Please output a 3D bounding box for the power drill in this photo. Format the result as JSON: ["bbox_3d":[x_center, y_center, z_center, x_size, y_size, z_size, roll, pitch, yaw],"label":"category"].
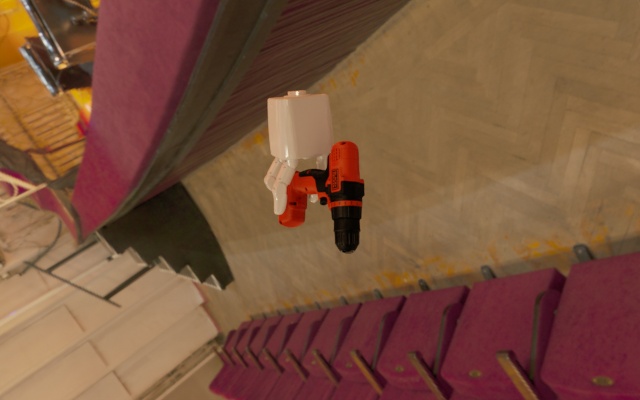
[{"bbox_3d":[0.000,0.003,0.832,0.057,0.184,0.187,9,-13,-40],"label":"power drill"}]
